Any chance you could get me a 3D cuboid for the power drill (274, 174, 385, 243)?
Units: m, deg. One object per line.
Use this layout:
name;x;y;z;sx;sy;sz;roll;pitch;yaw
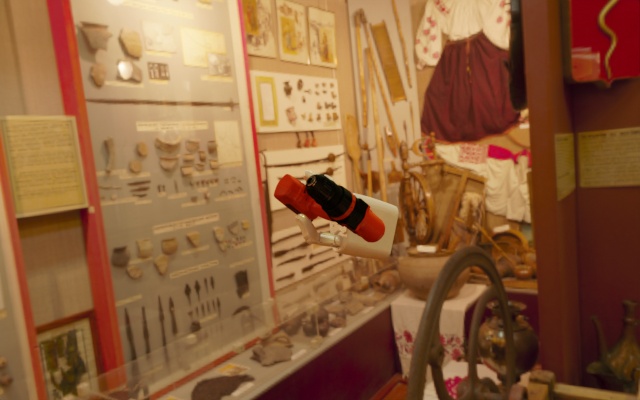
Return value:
power drill;0.000;0.003;0.826;0.184;0.057;0.187;40;-13;-37
